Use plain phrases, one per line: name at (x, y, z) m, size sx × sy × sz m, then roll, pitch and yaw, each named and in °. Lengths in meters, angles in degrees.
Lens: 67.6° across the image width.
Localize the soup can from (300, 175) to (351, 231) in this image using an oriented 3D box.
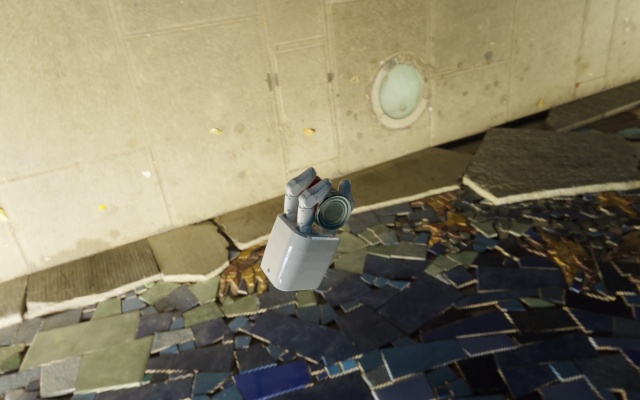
soup can at (0.001, 0.002, 0.828) m, size 0.068 × 0.068 × 0.102 m, roll 0°, pitch 22°, yaw -29°
